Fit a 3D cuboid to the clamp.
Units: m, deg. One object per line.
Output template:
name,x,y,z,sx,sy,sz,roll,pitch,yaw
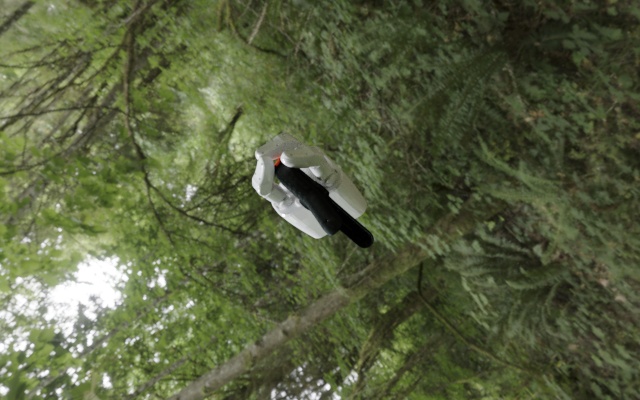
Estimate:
clamp,0.000,0.002,0.633,0.171,0.039,0.120,49,5,37
